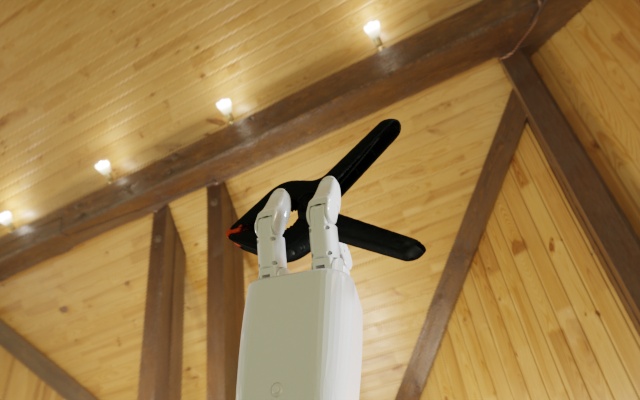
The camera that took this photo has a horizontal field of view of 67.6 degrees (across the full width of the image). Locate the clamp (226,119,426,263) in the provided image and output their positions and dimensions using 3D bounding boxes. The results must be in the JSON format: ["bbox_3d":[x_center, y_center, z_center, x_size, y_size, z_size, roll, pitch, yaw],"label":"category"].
[{"bbox_3d":[0.000,0.002,0.486,0.210,0.164,0.036,-14,-40,25],"label":"clamp"}]
